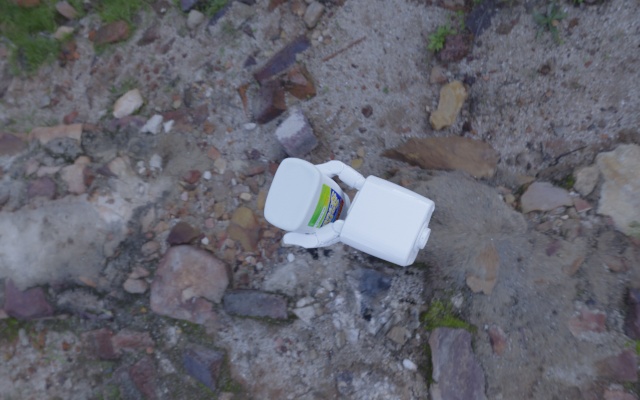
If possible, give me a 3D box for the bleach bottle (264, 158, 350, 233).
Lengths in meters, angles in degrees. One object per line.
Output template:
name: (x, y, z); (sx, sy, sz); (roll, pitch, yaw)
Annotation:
bleach bottle: (0.000, 0.003, 0.765); (0.068, 0.102, 0.251); (23, 3, 20)
